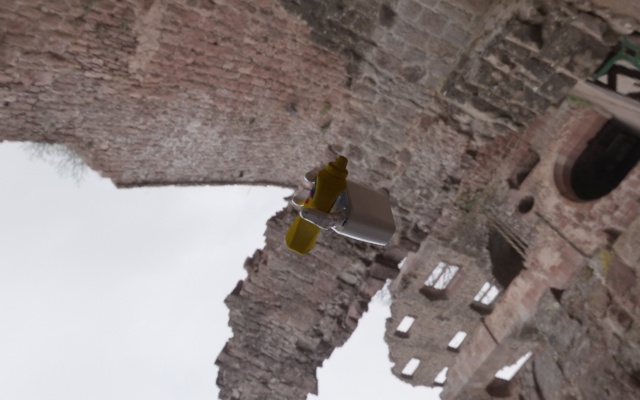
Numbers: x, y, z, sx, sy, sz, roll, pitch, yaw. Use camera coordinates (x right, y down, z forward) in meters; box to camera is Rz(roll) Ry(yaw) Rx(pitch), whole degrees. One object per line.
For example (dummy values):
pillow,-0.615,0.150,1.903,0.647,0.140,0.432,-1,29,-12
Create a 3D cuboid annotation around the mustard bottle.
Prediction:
mustard bottle,0.000,0.003,0.882,0.058,0.192,0.096,28,21,-2
